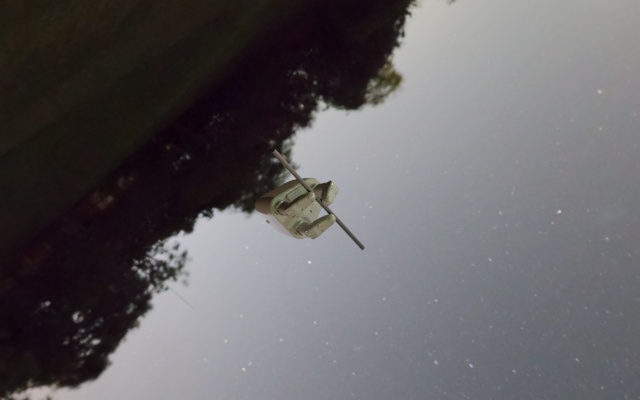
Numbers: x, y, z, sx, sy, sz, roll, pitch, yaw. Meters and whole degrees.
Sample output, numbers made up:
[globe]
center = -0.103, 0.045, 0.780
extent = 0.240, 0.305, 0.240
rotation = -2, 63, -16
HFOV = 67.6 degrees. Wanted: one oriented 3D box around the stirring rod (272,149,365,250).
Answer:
[stirring rod]
center = 0.000, 0.003, 0.820
extent = 0.239, 0.011, 0.011
rotation = 47, -20, -19
